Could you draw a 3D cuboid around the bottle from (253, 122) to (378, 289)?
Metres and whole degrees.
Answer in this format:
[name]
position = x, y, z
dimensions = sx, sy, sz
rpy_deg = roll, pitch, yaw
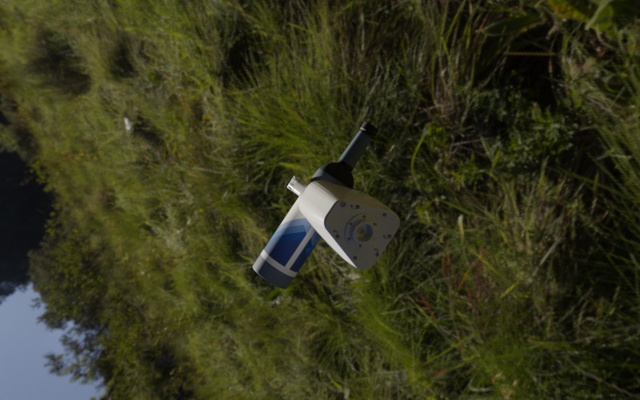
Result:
[bottle]
position = 0.000, 0.003, 0.770
dimensions = 0.069, 0.296, 0.069
rpy_deg = 34, 1, -1
